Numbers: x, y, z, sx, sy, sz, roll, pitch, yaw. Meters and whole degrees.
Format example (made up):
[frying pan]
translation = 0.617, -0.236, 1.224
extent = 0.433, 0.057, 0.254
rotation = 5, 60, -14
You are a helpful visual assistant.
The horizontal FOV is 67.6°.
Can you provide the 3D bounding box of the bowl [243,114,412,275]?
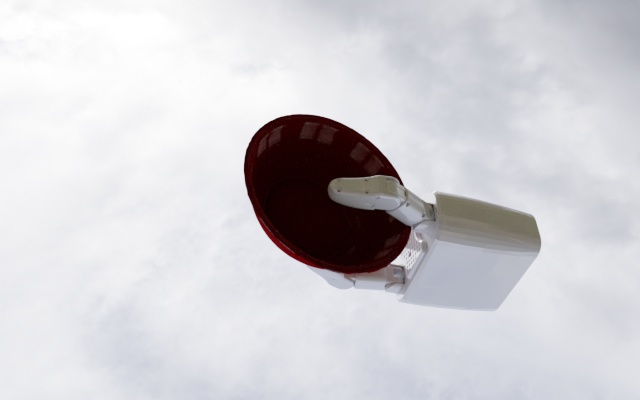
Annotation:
[bowl]
translation = -0.001, 0.001, 0.428
extent = 0.162, 0.162, 0.055
rotation = 0, -31, -31
